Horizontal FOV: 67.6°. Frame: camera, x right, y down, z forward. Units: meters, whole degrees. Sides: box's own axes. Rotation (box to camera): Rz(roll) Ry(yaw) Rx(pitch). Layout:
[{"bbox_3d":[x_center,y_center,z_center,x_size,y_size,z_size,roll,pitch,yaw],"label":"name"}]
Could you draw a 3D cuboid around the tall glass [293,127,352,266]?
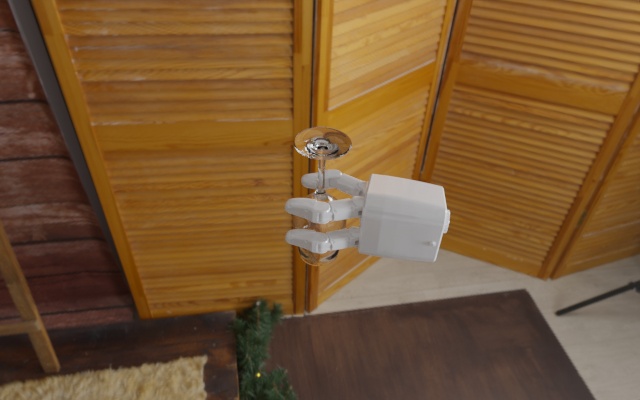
[{"bbox_3d":[0.000,0.002,0.671,0.079,0.201,0.079,2,40,-1],"label":"tall glass"}]
